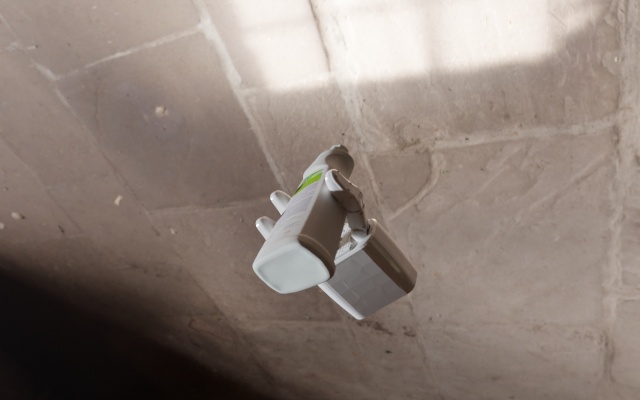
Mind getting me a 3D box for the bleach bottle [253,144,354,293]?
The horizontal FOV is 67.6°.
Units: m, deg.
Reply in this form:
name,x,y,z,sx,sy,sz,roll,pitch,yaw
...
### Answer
name,x,y,z,sx,sy,sz,roll,pitch,yaw
bleach bottle,0.000,0.002,0.631,0.102,0.068,0.250,-27,26,37
